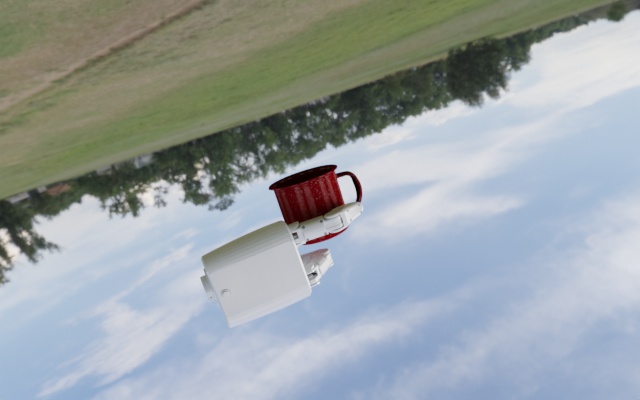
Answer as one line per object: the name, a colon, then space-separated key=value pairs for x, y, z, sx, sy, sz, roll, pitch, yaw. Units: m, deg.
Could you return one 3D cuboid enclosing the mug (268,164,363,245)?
mug: x=0.001 y=0.002 z=0.623 sx=0.117 sy=0.081 sz=0.093 roll=-21 pitch=13 yaw=-13
